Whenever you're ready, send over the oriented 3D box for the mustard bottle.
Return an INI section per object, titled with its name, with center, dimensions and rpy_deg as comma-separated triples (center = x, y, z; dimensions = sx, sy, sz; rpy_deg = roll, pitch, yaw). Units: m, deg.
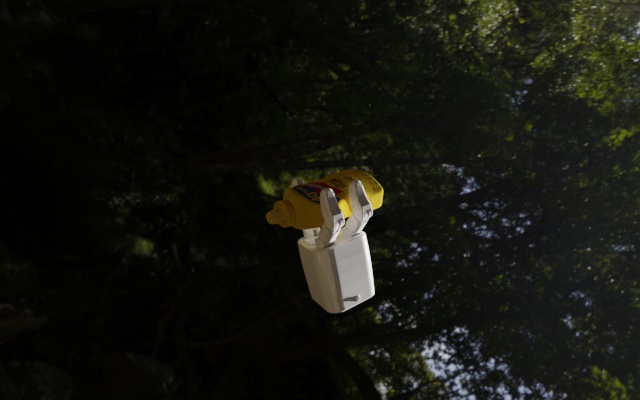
[mustard bottle]
center = 0.000, 0.002, 0.749
dimensions = 0.191, 0.058, 0.096
rpy_deg = -18, 36, -34
